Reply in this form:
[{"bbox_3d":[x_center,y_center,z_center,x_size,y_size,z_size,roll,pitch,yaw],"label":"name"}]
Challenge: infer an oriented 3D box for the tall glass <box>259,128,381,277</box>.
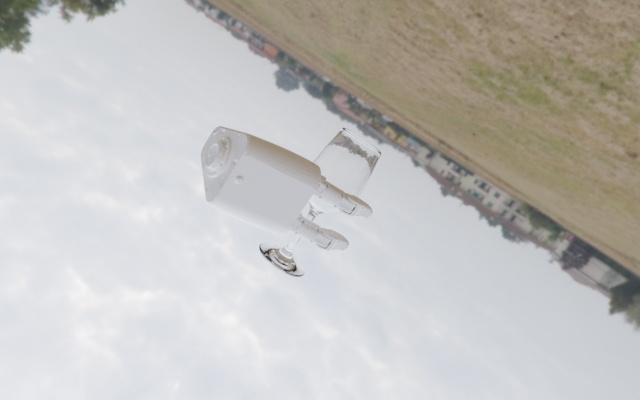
[{"bbox_3d":[0.000,0.003,0.644,0.079,0.201,0.079,32,12,-8],"label":"tall glass"}]
